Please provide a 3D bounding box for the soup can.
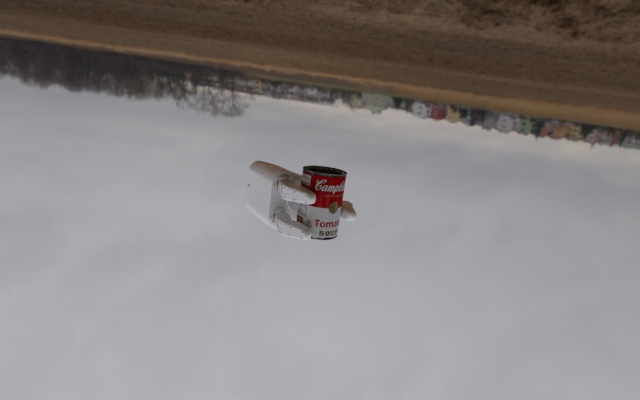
[{"bbox_3d":[0.000,0.003,0.734,0.068,0.102,0.068,7,13,-2],"label":"soup can"}]
